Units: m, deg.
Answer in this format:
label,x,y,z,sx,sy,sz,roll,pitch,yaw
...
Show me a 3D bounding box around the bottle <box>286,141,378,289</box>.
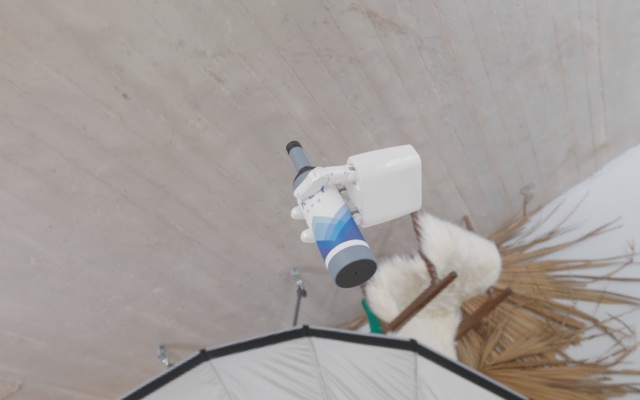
label,x,y,z,sx,sy,sz,roll,pitch,yaw
bottle,0.000,0.003,0.756,0.069,0.069,0.295,0,42,-27
